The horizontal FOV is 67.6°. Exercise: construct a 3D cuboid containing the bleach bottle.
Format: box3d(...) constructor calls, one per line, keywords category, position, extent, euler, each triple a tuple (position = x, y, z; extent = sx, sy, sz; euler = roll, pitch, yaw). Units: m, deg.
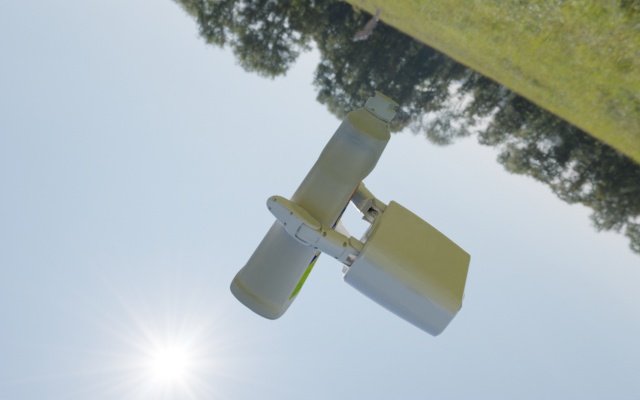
box3d(category="bleach bottle", position=(0.000, 0.002, 0.501), extent=(0.068, 0.251, 0.102), euler=(34, 18, 5))
